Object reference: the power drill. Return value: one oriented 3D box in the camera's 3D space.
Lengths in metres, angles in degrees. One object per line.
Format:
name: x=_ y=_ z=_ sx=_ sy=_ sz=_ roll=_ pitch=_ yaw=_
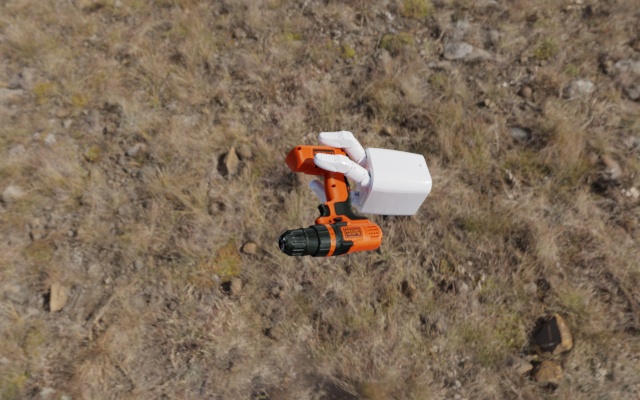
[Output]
power drill: x=0.000 y=0.002 z=0.782 sx=0.184 sy=0.187 sz=0.057 roll=-1 pitch=-25 yaw=-33
